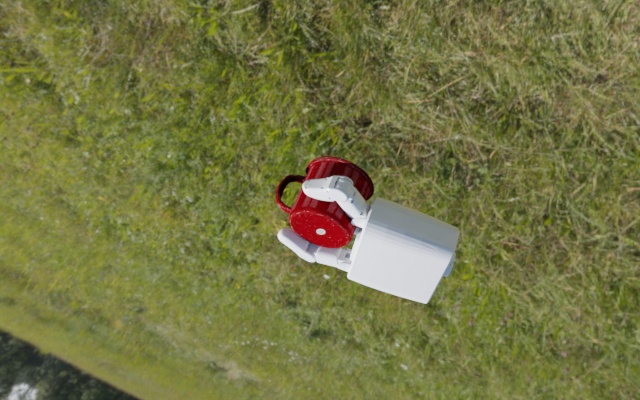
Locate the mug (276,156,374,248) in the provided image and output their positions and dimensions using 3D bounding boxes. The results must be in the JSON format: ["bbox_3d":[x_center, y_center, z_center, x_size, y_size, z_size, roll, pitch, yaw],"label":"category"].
[{"bbox_3d":[-0.001,0.002,0.598,0.117,0.081,0.093,18,-32,7],"label":"mug"}]
